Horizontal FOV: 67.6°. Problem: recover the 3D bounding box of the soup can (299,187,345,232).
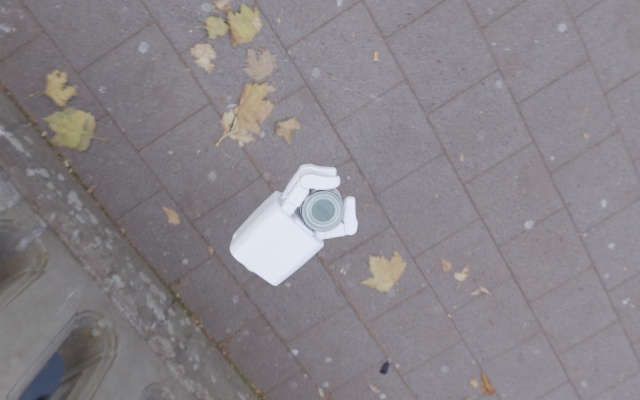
[{"bbox_3d":[0.001,0.002,0.764,0.068,0.068,0.102,0,16,-4],"label":"soup can"}]
